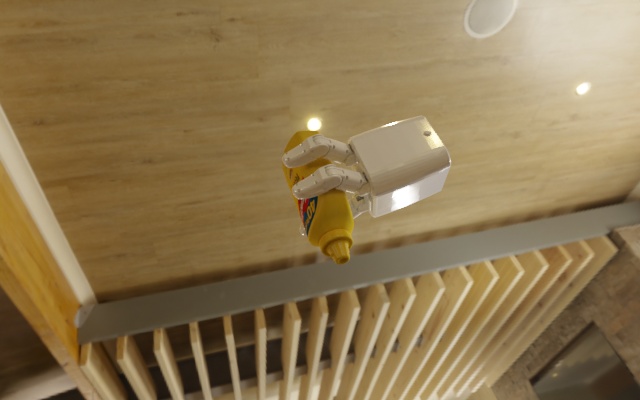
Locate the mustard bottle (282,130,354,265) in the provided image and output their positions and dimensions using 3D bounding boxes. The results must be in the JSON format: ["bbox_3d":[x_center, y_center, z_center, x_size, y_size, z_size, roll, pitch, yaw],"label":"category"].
[{"bbox_3d":[0.000,0.002,0.625,0.058,0.191,0.096,-3,-42,-21],"label":"mustard bottle"}]
